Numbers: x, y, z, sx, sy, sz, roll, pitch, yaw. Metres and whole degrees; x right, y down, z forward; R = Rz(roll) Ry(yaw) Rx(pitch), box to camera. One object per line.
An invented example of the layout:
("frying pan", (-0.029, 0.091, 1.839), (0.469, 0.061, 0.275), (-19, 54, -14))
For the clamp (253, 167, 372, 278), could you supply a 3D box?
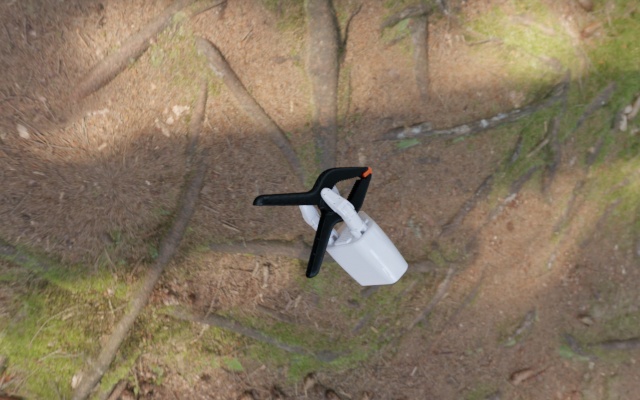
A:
("clamp", (0.001, 0.002, 0.804), (0.210, 0.164, 0.036), (-46, 17, -15))
